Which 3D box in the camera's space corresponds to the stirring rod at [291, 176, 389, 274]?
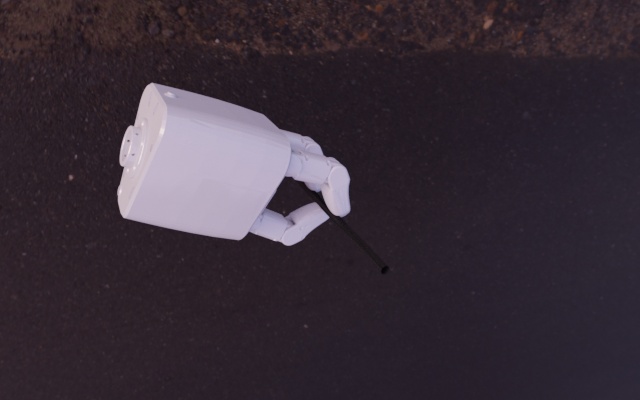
[{"bbox_3d":[0.000,0.002,0.479,0.011,0.011,0.239,0,27,-29],"label":"stirring rod"}]
